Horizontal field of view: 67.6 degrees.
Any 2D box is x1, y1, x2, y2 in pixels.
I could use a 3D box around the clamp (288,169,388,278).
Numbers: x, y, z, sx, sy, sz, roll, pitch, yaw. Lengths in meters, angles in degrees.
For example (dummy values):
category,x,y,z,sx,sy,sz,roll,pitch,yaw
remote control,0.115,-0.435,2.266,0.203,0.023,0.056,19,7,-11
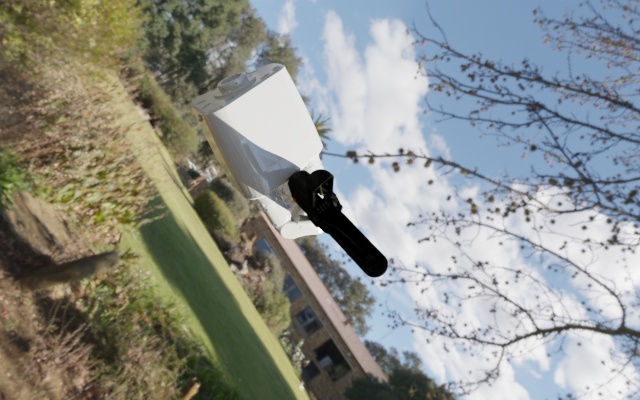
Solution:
category,x,y,z,sx,sy,sz,roll,pitch,yaw
clamp,0.001,0.001,0.489,0.039,0.120,0.171,-33,29,-13
